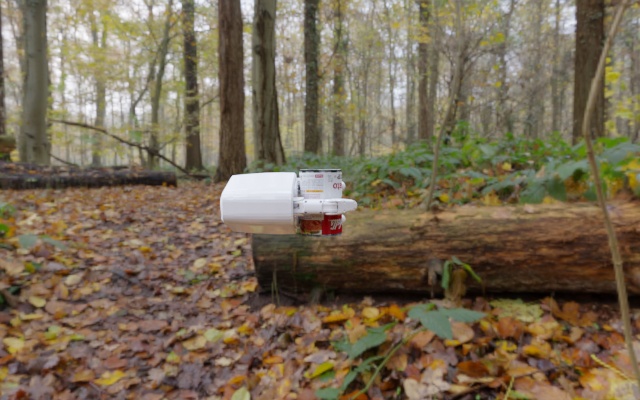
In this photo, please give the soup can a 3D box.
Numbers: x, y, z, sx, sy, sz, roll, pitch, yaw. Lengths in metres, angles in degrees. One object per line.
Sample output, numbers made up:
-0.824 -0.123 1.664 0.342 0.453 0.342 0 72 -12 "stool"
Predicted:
0.001 0.002 0.745 0.068 0.102 0.068 0 4 0 "soup can"
